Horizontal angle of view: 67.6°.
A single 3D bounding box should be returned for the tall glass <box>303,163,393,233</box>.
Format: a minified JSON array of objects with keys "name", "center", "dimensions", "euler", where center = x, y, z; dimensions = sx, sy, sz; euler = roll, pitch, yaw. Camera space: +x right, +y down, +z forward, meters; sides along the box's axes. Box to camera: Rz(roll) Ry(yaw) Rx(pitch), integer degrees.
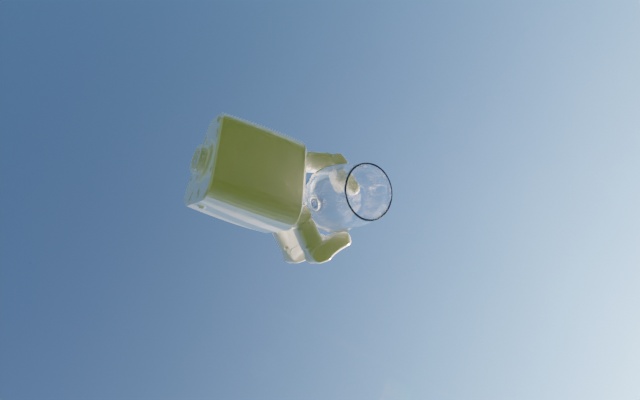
[{"name":"tall glass","center":[0.000,0.002,0.580],"dimensions":[0.079,0.079,0.201],"euler":[0,-6,-31]}]
